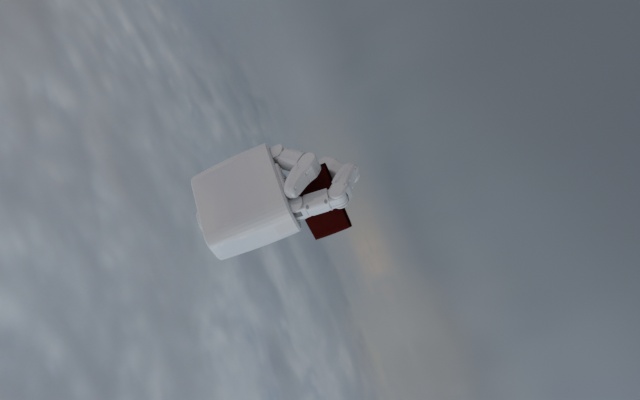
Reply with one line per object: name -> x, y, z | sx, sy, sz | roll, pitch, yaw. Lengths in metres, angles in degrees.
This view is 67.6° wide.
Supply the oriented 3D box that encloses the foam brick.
foam brick -> 0.000, 0.002, 0.608 | 0.051, 0.053, 0.078 | -23, -45, 2
